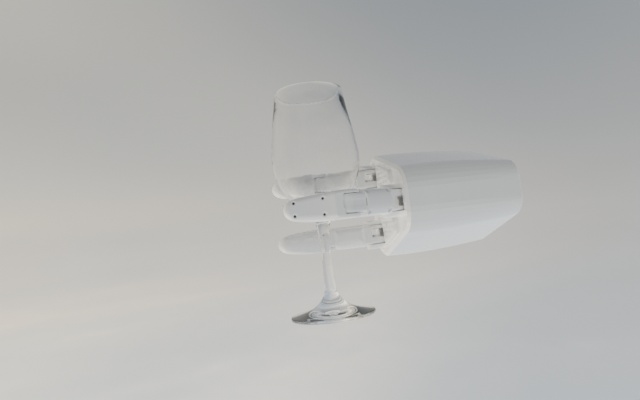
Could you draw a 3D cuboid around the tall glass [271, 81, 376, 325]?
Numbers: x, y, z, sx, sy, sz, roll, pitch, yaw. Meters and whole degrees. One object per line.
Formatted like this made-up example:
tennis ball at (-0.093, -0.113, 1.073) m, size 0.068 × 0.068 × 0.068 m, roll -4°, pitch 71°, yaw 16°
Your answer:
tall glass at (0.000, 0.002, 0.423) m, size 0.079 × 0.201 × 0.079 m, roll -7°, pitch -4°, yaw 0°
